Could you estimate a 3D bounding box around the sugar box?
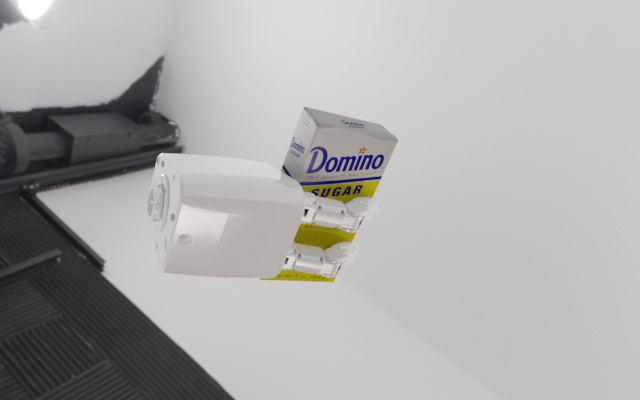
[{"bbox_3d":[0.000,0.002,0.481,0.093,0.176,0.048,6,31,-30],"label":"sugar box"}]
